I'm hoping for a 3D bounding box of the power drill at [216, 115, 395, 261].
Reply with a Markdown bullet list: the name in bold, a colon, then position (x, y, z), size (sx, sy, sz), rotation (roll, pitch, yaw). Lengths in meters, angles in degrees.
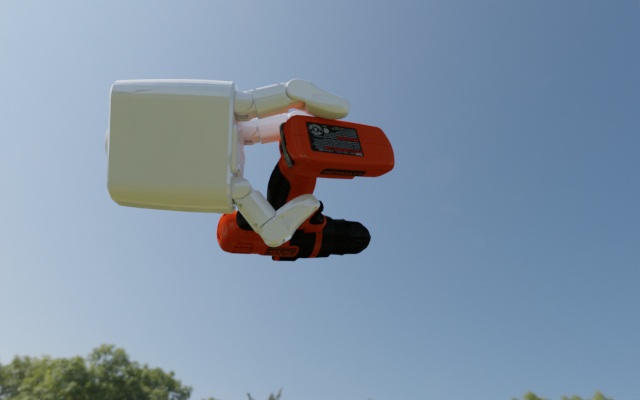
- **power drill**: position (0.000, 0.001, 0.496), size (0.184, 0.057, 0.188), rotation (3, -38, -25)
